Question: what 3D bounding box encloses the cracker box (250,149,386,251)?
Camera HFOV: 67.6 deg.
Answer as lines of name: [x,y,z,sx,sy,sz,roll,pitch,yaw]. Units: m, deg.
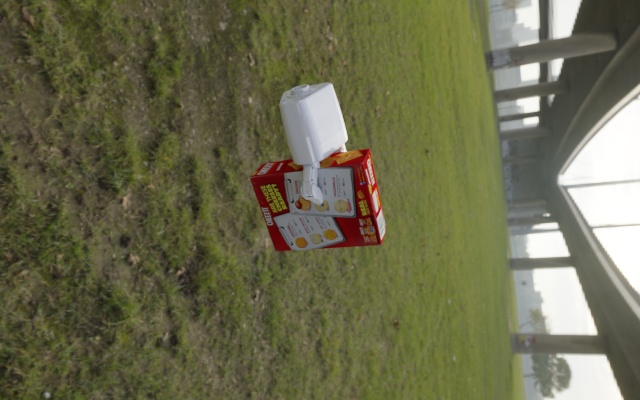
cracker box: [0.000,0.003,0.874,0.214,0.164,0.072,-6,26,22]
